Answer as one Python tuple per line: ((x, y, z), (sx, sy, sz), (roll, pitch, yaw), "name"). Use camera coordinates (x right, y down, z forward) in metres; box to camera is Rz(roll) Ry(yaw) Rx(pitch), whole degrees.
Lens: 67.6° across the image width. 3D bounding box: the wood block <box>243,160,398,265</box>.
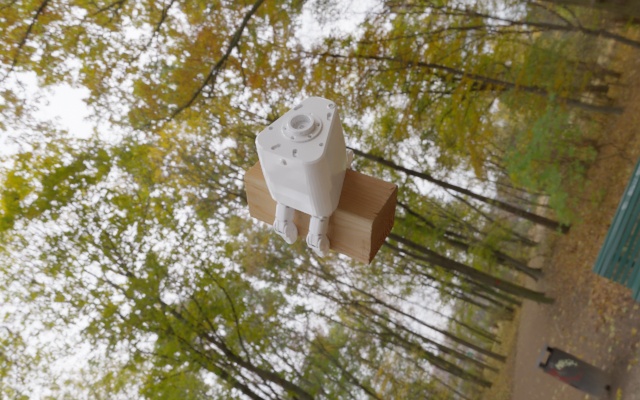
((0.000, 0.002, 0.710), (0.206, 0.090, 0.090), (21, 47, 22), "wood block")
